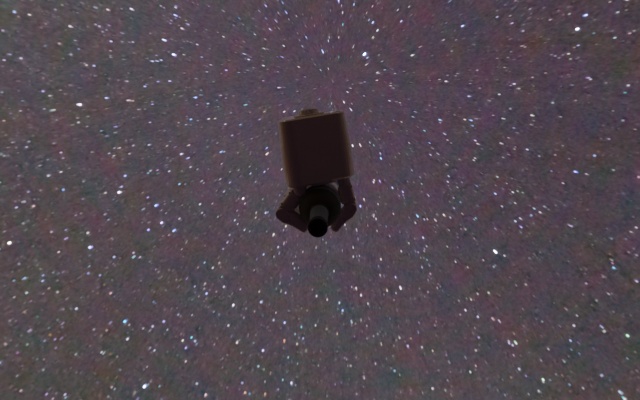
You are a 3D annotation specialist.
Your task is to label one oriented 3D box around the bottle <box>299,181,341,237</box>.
[{"bbox_3d":[0.000,0.003,0.789,0.069,0.069,0.295,0,14,2],"label":"bottle"}]
